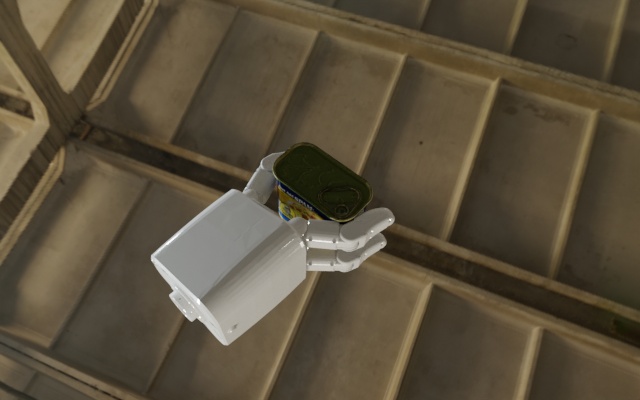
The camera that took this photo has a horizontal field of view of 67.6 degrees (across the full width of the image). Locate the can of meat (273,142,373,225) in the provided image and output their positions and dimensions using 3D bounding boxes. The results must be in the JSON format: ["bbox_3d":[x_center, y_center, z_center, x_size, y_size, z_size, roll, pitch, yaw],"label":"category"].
[{"bbox_3d":[0.000,0.002,0.504,0.102,0.057,0.084,36,-28,19],"label":"can of meat"}]
